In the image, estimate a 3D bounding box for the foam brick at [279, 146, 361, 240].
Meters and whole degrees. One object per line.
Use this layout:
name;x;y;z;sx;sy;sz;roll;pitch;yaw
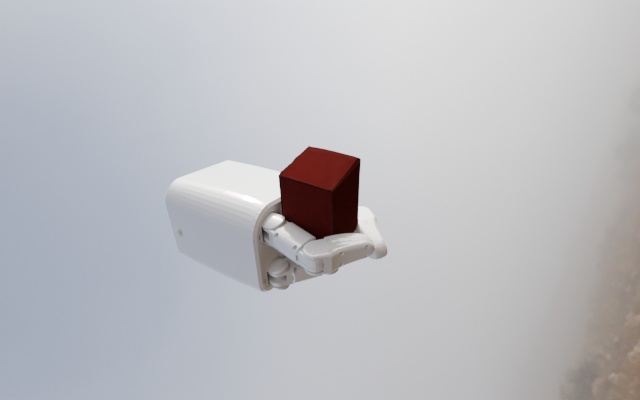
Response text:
foam brick;0.000;0.001;0.415;0.051;0.078;0.053;19;42;23
